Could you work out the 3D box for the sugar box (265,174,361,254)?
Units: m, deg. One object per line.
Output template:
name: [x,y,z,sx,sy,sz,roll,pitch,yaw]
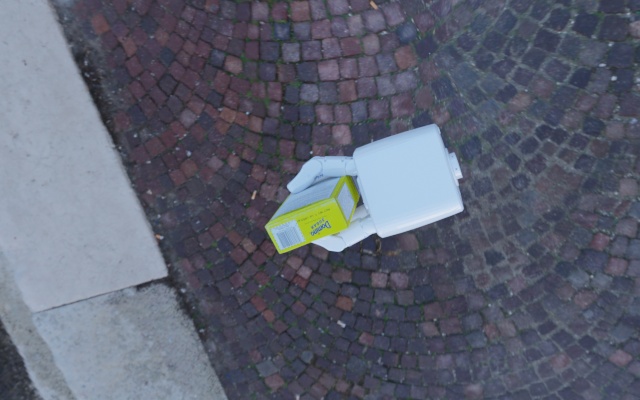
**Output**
sugar box: [0.000,0.002,0.617,0.093,0.048,0.176,-21,11,18]
